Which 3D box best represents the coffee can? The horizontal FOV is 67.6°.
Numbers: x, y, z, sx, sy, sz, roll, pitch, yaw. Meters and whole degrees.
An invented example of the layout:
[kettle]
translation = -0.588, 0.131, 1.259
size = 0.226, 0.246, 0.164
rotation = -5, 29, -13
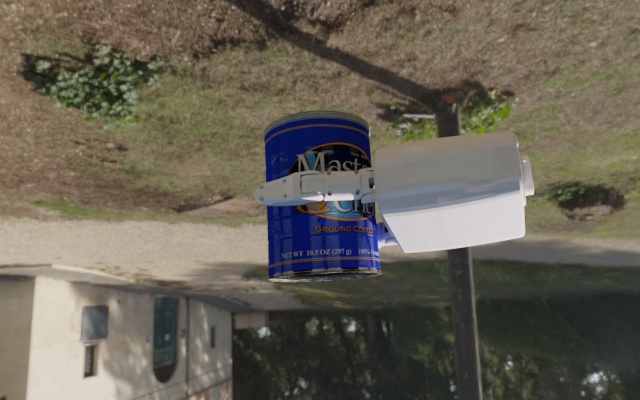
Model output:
[coffee can]
translation = 0.000, 0.001, 0.446
size = 0.103, 0.140, 0.103
rotation = -3, -13, -1
